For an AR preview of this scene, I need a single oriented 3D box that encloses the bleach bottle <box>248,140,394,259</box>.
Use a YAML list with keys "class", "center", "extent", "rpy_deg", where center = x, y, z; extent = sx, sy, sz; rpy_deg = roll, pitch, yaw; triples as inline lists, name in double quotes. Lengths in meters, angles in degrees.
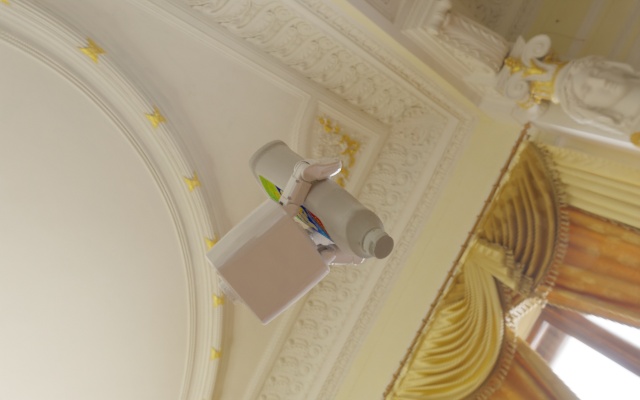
- class: "bleach bottle"
  center: [0.000, 0.002, 0.611]
  extent: [0.068, 0.103, 0.250]
  rpy_deg: [-39, 37, -14]
